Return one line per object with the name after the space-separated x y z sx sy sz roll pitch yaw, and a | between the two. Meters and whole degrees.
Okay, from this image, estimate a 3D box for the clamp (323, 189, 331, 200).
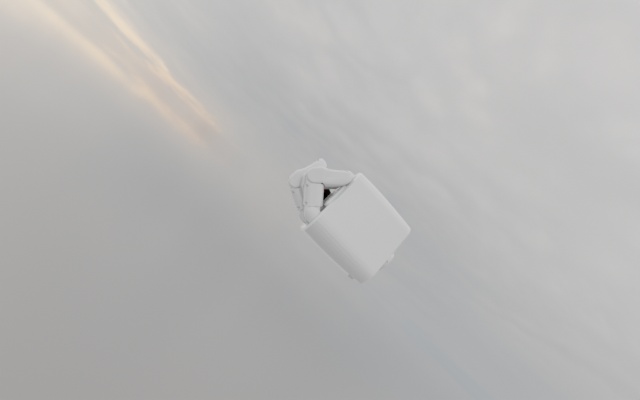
0.001 0.002 0.749 0.039 0.120 0.171 -42 3 -4 | clamp
